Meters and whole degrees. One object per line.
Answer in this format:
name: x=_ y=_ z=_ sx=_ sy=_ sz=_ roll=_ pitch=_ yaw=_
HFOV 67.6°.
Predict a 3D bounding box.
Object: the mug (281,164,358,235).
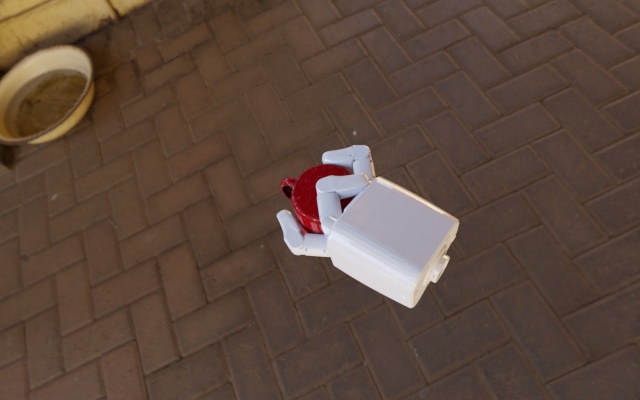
mug: x=-0.001 y=0.001 z=0.604 sx=0.117 sy=0.093 sz=0.081 roll=28 pitch=-20 yaw=21
